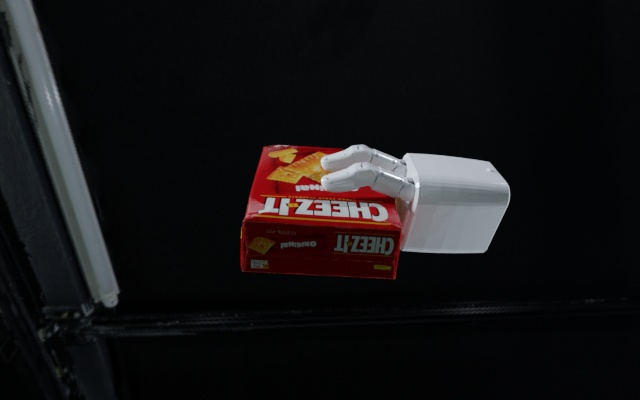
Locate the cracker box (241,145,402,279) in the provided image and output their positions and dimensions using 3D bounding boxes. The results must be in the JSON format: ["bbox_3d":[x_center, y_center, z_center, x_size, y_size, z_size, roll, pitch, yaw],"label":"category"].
[{"bbox_3d":[0.000,0.002,0.578,0.164,0.072,0.213,3,27,-2],"label":"cracker box"}]
